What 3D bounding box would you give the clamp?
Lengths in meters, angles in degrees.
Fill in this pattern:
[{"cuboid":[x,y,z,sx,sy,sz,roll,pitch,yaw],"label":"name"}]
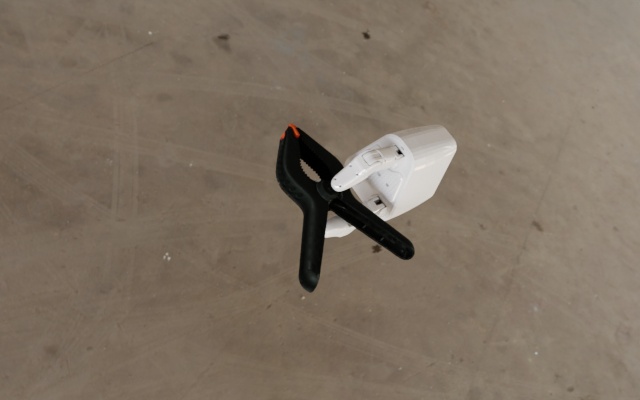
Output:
[{"cuboid":[0.000,0.001,0.544,0.164,0.210,0.036,-18,-23,-43],"label":"clamp"}]
